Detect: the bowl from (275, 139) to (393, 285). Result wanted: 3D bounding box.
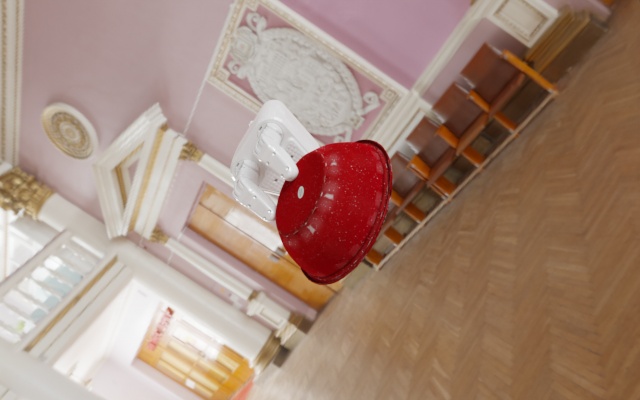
[{"bbox_3d":[0.000,0.002,0.489,0.055,0.162,0.162,23,-11,-28],"label":"bowl"}]
